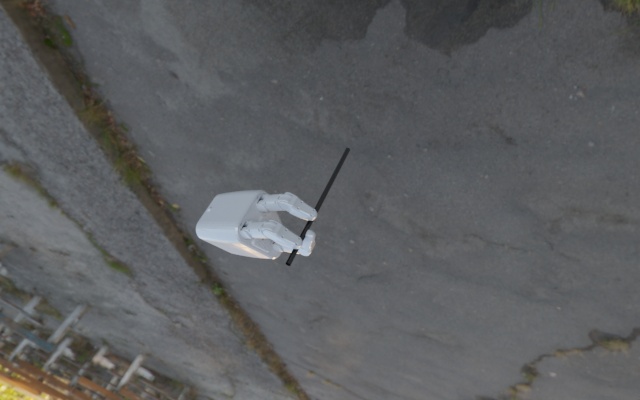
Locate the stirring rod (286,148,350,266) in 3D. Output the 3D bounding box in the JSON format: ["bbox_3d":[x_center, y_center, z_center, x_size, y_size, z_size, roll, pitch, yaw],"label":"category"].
[{"bbox_3d":[0.000,0.002,0.757,0.011,0.239,0.011,19,-33,13],"label":"stirring rod"}]
